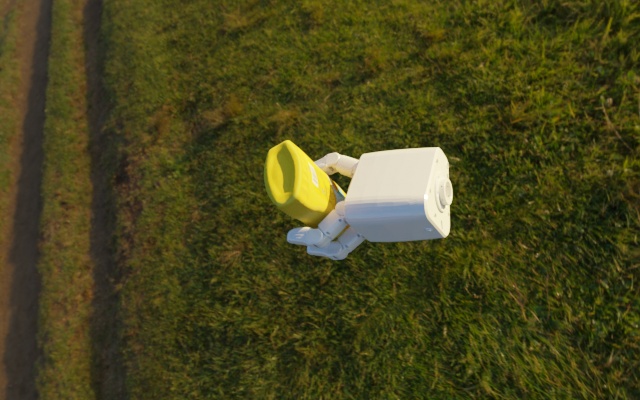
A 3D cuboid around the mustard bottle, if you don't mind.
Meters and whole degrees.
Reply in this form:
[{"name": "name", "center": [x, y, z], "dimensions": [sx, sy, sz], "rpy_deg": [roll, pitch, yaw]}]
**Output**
[{"name": "mustard bottle", "center": [0.000, 0.002, 0.658], "dimensions": [0.058, 0.096, 0.192], "rpy_deg": [-28, -36, 19]}]
